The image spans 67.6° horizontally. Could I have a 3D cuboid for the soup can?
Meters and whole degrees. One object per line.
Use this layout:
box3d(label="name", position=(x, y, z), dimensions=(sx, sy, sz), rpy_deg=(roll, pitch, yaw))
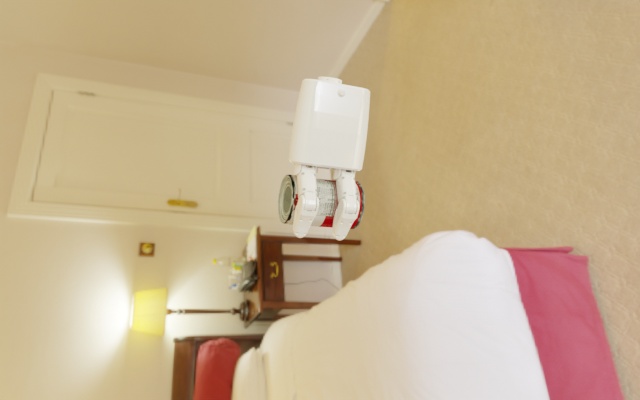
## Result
box3d(label="soup can", position=(0.000, 0.003, 0.649), dimensions=(0.102, 0.068, 0.068), rpy_deg=(5, -2, -20))
